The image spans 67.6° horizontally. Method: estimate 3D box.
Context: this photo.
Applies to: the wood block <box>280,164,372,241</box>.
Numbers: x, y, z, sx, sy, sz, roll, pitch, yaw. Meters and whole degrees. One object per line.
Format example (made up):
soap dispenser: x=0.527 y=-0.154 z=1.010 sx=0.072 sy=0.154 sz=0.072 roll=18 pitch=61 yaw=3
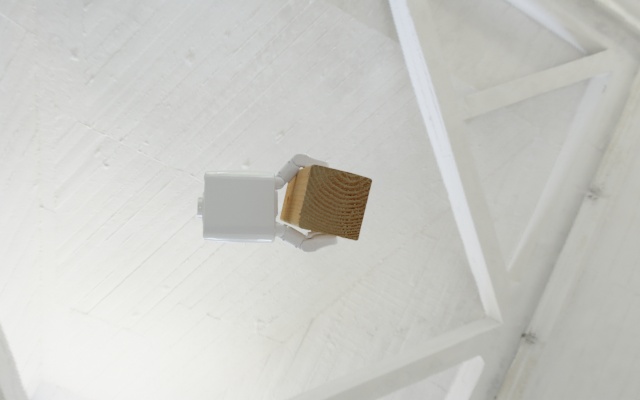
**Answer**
wood block: x=0.000 y=0.002 z=0.746 sx=0.090 sy=0.091 sz=0.206 roll=13 pitch=-2 yaw=-12
